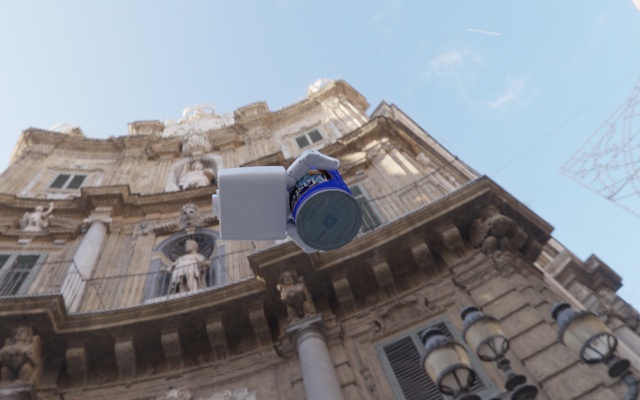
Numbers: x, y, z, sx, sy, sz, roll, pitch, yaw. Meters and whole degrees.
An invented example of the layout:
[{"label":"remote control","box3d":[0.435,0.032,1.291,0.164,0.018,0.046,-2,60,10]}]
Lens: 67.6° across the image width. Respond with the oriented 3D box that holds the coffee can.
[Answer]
[{"label":"coffee can","box3d":[0.000,0.003,0.776,0.103,0.103,0.140,0,25,-13]}]
